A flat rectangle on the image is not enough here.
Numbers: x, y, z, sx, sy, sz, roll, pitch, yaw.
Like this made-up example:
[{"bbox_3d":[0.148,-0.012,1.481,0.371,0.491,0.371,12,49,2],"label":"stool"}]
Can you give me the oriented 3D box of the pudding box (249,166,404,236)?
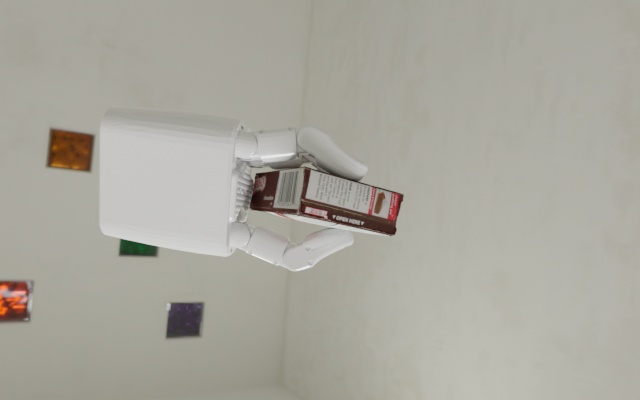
[{"bbox_3d":[0.000,0.001,0.404,0.090,0.039,0.113,13,-3,-26],"label":"pudding box"}]
